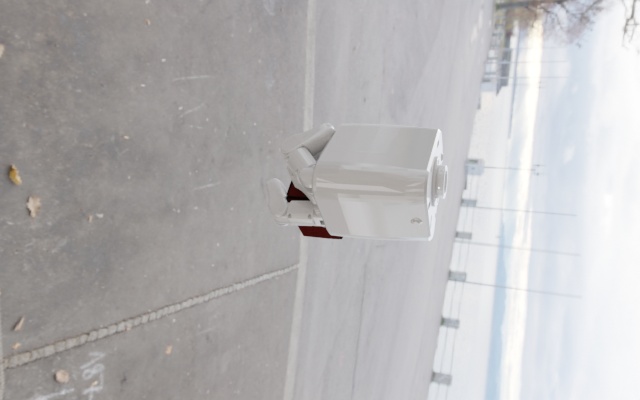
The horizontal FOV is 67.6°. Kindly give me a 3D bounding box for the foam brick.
[{"bbox_3d":[0.000,0.002,0.550,0.051,0.053,0.078,3,-36,19],"label":"foam brick"}]
